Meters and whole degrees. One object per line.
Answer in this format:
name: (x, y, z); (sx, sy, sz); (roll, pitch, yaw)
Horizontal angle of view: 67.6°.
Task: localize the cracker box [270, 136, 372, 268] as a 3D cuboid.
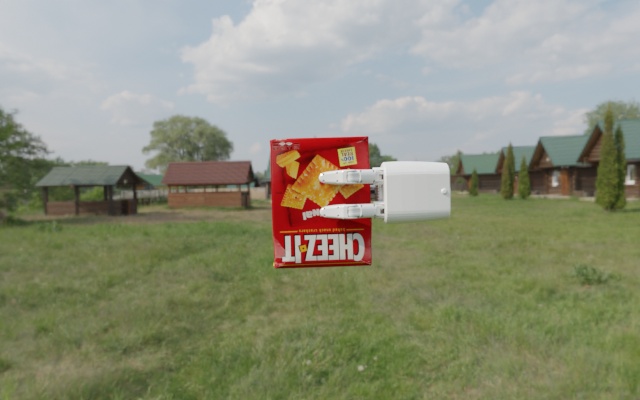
cracker box: (0.000, 0.002, 0.800); (0.164, 0.213, 0.072); (-2, 1, -2)
